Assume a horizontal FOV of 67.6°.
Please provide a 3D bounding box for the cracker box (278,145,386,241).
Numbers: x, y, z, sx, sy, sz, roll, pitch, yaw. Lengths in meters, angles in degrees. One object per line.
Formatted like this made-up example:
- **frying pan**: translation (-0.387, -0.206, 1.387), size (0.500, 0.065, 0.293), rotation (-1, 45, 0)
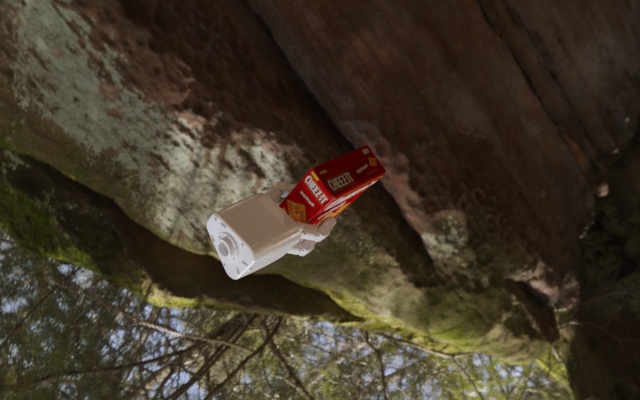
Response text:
- **cracker box**: translation (0.000, 0.003, 0.886), size (0.164, 0.072, 0.214), rotation (-28, -12, -46)
